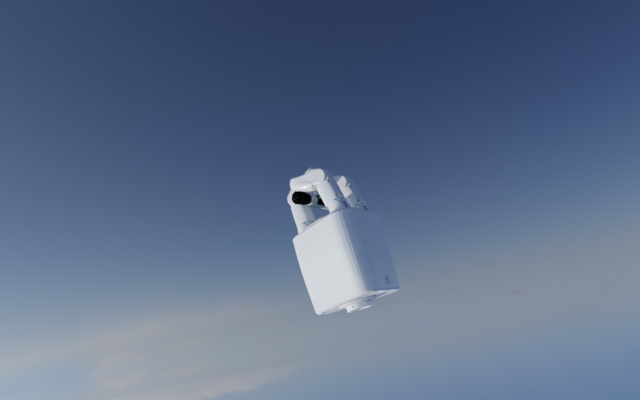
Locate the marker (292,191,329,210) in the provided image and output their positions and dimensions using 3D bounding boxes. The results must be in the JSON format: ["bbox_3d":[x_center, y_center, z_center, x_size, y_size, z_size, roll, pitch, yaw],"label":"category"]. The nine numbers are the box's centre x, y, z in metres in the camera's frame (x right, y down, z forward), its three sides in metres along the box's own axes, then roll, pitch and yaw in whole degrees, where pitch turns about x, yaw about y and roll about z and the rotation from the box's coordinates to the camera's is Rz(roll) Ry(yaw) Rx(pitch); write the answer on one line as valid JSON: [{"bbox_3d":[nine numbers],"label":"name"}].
[{"bbox_3d":[0.000,0.002,0.671,0.020,0.020,0.121,0,-7,34],"label":"marker"}]
